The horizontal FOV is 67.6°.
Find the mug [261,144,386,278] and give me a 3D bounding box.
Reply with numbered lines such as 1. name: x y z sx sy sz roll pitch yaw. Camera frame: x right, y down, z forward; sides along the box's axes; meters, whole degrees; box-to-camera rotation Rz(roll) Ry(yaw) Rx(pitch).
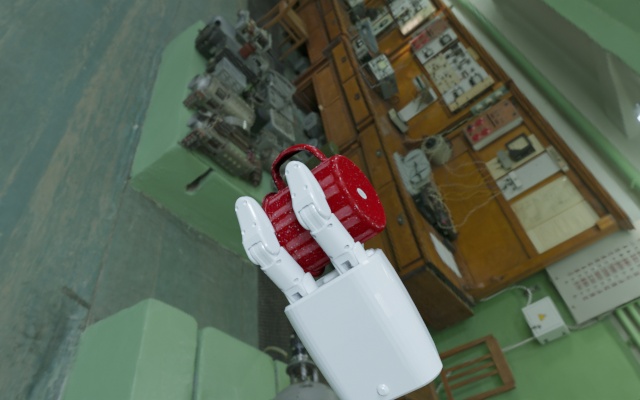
1. mug: 0.000 0.000 0.443 0.081 0.117 0.093 -34 -5 21
